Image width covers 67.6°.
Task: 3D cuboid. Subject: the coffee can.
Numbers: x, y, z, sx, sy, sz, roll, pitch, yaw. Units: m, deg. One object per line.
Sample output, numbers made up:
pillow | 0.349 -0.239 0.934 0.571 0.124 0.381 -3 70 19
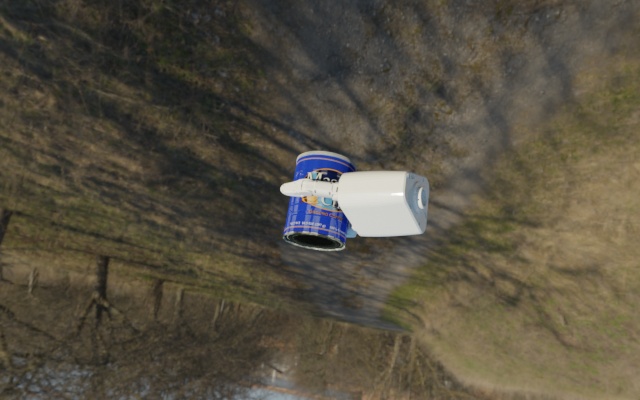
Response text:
coffee can | 0.000 0.002 0.790 0.103 0.140 0.103 8 -18 3
